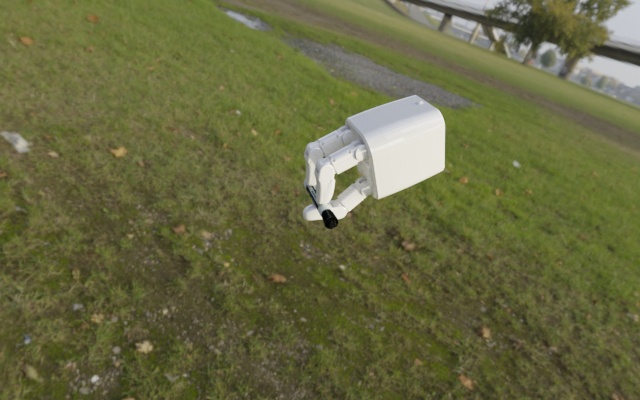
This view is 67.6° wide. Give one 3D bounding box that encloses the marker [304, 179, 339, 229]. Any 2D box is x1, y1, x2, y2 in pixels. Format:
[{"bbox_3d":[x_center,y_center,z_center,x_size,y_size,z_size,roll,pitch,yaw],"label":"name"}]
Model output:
[{"bbox_3d":[0.000,0.002,0.646,0.020,0.020,0.121,0,29,-17],"label":"marker"}]
